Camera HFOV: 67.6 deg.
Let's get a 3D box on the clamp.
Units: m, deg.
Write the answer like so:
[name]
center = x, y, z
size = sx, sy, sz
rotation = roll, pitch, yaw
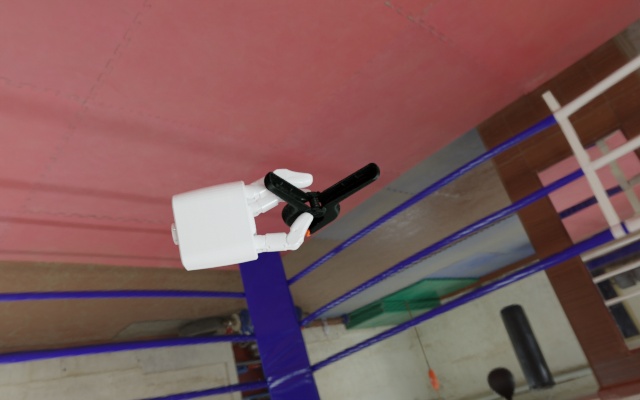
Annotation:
[clamp]
center = 0.000, 0.003, 0.738
size = 0.164, 0.036, 0.210
rotation = -8, -24, -7
